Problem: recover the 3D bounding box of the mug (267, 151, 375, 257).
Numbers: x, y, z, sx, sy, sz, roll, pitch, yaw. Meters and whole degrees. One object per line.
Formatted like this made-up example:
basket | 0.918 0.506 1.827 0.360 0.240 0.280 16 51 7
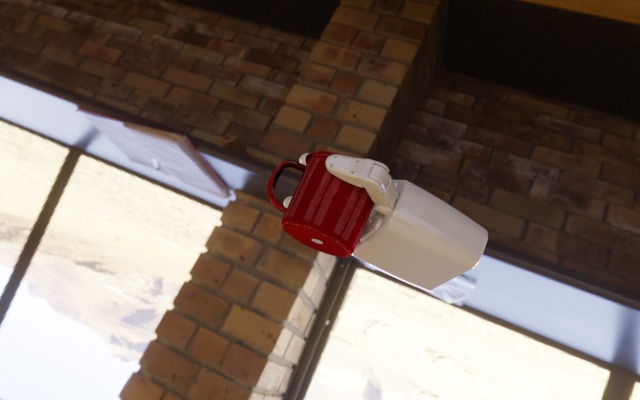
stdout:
mug | -0.001 0.001 0.499 0.117 0.081 0.093 27 -18 -8
